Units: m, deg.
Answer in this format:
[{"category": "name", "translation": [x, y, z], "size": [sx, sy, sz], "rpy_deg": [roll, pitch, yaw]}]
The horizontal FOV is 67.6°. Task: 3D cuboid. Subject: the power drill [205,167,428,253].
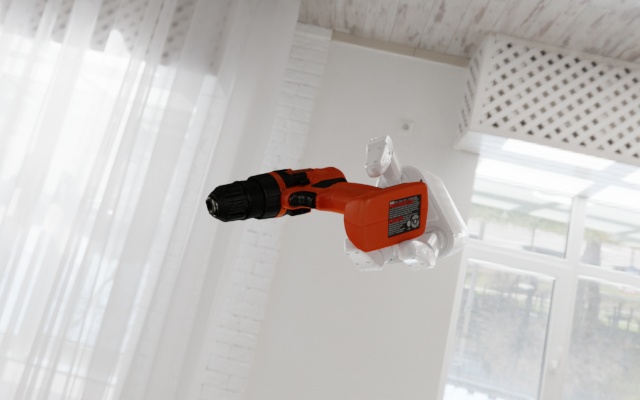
[{"category": "power drill", "translation": [0.001, 0.002, 0.496], "size": [0.184, 0.057, 0.187], "rpy_deg": [-14, 20, -40]}]
